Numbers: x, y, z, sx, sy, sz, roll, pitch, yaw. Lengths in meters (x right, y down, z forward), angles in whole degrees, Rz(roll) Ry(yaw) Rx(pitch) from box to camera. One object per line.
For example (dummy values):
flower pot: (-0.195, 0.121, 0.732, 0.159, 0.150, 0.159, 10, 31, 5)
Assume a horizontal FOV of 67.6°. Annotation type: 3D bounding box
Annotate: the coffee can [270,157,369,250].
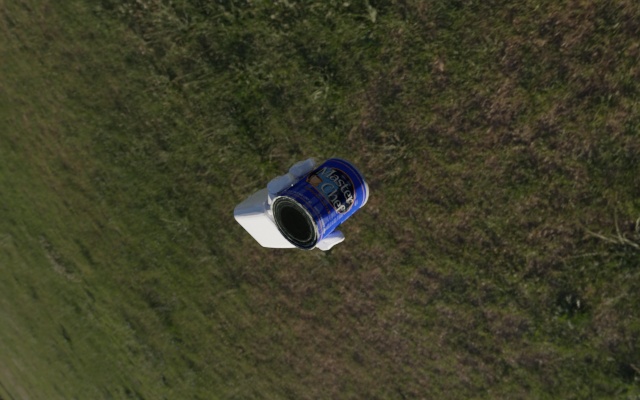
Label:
coffee can: (0.000, 0.003, 0.805, 0.103, 0.103, 0.140, 0, 29, 46)
